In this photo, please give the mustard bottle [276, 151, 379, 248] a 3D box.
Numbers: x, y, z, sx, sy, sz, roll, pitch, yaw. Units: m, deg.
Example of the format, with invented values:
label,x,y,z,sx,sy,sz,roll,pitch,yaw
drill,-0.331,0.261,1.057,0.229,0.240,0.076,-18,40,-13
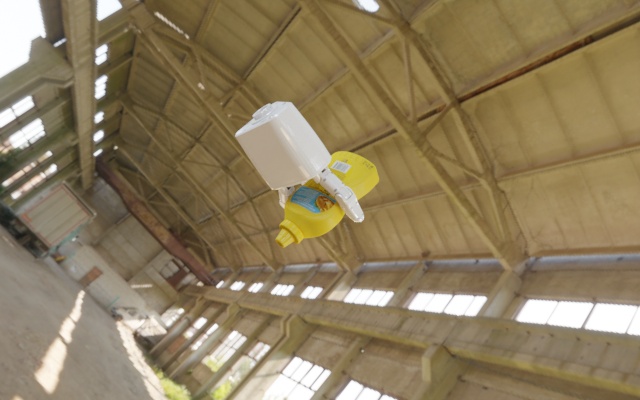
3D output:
label,x,y,z,sx,sy,sz,roll,pitch,yaw
mustard bottle,0.000,0.003,0.756,0.096,0.058,0.191,25,60,38
